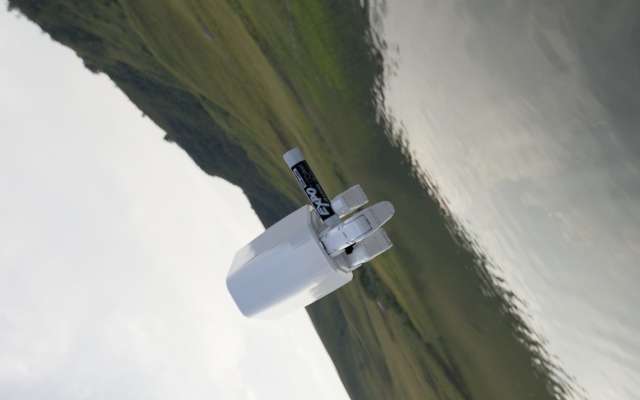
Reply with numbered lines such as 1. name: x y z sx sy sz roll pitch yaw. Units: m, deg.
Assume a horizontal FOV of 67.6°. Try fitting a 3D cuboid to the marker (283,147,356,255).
1. marker: 0.000 0.002 0.487 0.020 0.121 0.020 -31 -4 -3
